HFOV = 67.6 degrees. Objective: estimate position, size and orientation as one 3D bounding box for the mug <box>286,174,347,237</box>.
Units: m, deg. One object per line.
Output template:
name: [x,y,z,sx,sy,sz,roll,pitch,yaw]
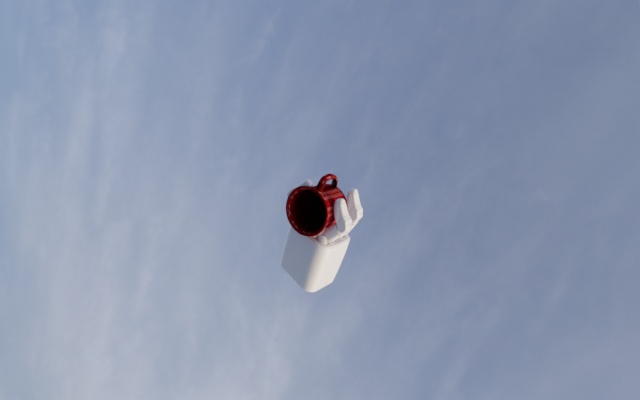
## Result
mug: [0.001,0.002,0.881,0.093,0.117,0.081,30,25,26]
